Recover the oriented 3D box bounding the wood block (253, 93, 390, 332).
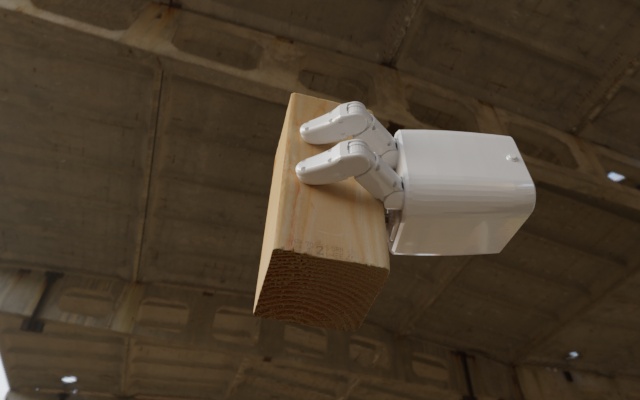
[{"bbox_3d":[0.000,0.002,0.438,0.090,0.091,0.206,11,42,-9],"label":"wood block"}]
